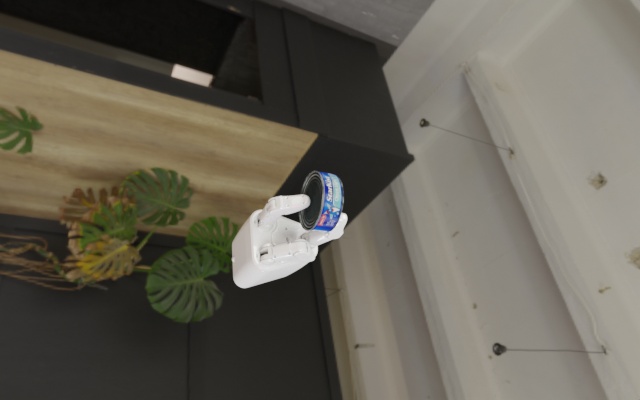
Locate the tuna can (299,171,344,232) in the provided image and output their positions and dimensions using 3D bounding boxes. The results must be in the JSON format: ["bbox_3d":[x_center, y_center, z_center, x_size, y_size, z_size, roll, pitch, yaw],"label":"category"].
[{"bbox_3d":[0.001,0.002,0.680,0.034,0.086,0.086,8,-3,-23],"label":"tuna can"}]
